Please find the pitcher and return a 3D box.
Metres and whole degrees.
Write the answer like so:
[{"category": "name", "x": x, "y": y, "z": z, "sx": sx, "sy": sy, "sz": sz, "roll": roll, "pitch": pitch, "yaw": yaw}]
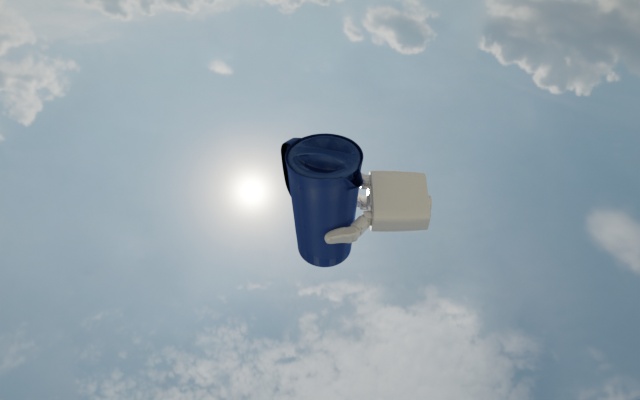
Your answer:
[{"category": "pitcher", "x": 0.000, "y": 0.003, "z": 0.889, "sx": 0.145, "sy": 0.243, "sz": 0.149, "roll": -1, "pitch": 42, "yaw": -1}]
